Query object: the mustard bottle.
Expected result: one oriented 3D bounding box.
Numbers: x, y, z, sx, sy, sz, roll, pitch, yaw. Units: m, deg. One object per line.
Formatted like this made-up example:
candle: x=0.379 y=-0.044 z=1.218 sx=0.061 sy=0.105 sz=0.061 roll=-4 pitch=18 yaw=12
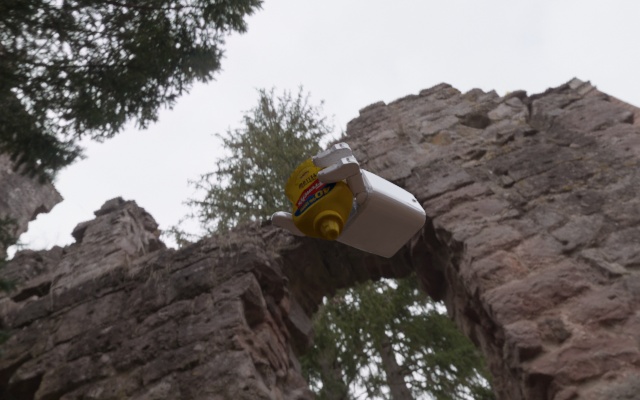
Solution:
mustard bottle: x=0.000 y=0.002 z=0.708 sx=0.096 sy=0.058 sz=0.191 roll=-37 pitch=28 yaw=9
